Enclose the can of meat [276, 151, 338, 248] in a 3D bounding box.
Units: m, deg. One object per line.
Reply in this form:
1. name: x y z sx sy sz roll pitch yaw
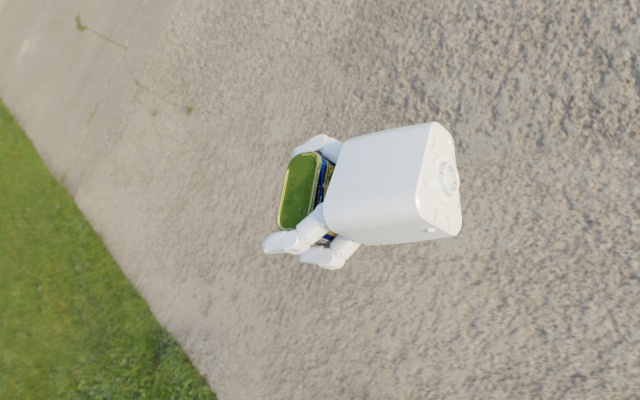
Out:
1. can of meat: 0.000 0.002 0.564 0.057 0.102 0.084 -3 -19 41
